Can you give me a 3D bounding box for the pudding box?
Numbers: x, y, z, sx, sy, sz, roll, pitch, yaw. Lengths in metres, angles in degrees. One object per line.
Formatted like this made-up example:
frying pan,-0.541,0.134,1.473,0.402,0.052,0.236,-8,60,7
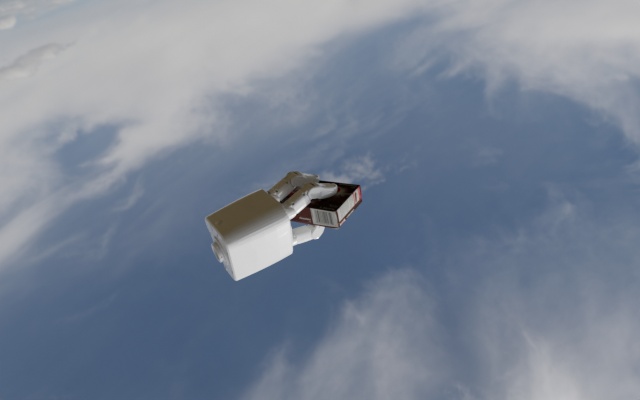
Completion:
pudding box,0.000,0.003,0.798,0.113,0.039,0.090,10,36,29
